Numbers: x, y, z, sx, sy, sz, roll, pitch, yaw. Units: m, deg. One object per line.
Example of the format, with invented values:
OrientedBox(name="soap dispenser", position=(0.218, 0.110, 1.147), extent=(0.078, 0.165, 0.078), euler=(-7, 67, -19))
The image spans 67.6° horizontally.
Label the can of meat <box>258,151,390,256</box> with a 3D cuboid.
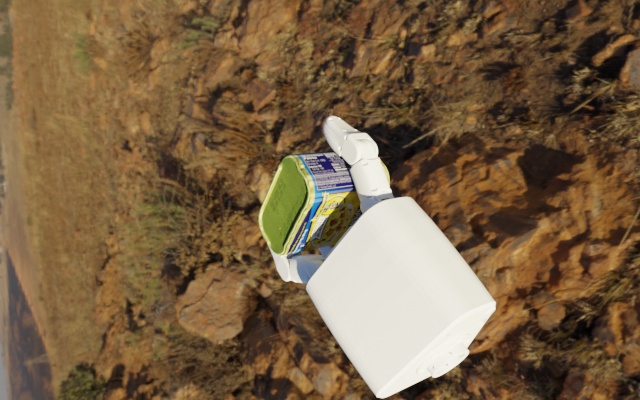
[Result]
OrientedBox(name="can of meat", position=(0.000, 0.001, 0.431), extent=(0.084, 0.057, 0.102), euler=(-9, -38, -35))
